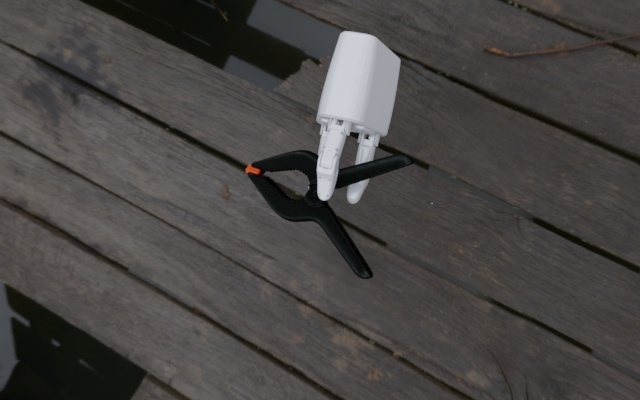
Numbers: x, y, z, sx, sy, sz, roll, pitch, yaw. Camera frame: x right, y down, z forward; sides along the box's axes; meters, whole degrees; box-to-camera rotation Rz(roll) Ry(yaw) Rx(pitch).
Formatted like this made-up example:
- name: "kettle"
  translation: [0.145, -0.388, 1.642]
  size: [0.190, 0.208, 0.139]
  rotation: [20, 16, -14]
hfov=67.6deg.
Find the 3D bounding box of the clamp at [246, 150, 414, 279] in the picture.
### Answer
- name: "clamp"
  translation: [-0.001, 0.002, 0.616]
  size: [0.210, 0.164, 0.036]
  rotation: [13, 3, 13]
